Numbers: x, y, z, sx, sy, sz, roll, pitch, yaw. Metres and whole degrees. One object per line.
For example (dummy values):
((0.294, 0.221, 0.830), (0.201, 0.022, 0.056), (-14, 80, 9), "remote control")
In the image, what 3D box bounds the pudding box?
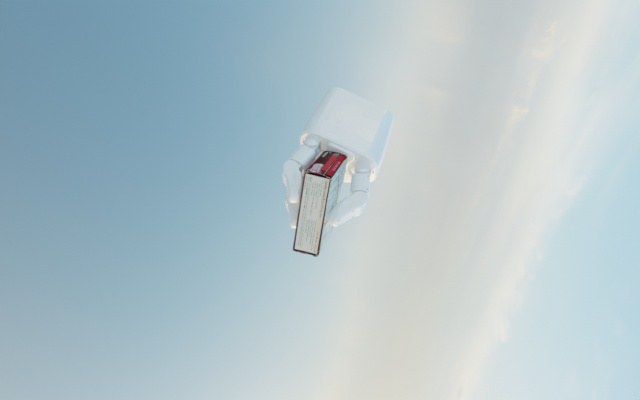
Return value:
((0.000, 0.002, 0.615), (0.039, 0.113, 0.090), (13, 25, 13), "pudding box")
